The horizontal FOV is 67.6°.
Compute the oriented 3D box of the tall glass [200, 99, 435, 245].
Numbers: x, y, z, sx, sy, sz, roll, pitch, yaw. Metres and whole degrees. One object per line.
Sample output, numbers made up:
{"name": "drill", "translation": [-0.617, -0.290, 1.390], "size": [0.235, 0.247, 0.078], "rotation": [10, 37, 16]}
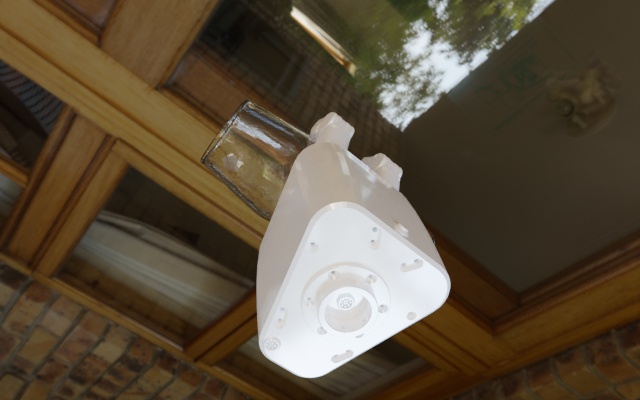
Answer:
{"name": "tall glass", "translation": [0.001, 0.002, 0.405], "size": [0.201, 0.079, 0.079], "rotation": [36, -12, -17]}
